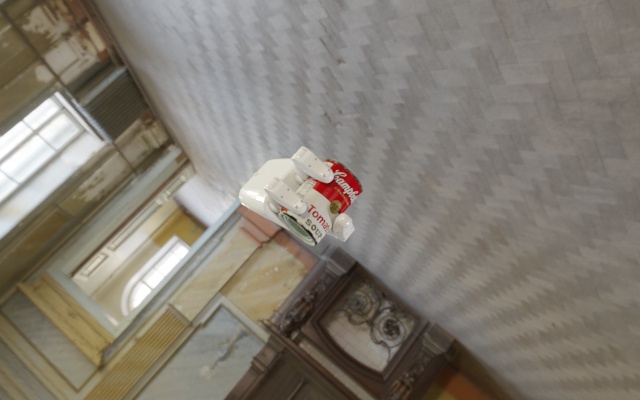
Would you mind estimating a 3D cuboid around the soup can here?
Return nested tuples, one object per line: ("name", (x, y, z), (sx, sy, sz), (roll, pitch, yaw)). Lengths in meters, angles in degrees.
("soup can", (0.000, 0.002, 0.643), (0.068, 0.102, 0.068), (37, -17, 13))
